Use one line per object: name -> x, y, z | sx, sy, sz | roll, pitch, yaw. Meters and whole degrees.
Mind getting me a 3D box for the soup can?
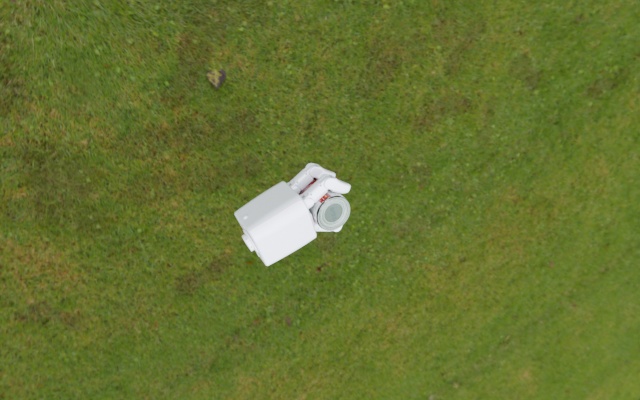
soup can -> 0.001, 0.003, 0.861 | 0.068, 0.068, 0.102 | 0, 24, -30
